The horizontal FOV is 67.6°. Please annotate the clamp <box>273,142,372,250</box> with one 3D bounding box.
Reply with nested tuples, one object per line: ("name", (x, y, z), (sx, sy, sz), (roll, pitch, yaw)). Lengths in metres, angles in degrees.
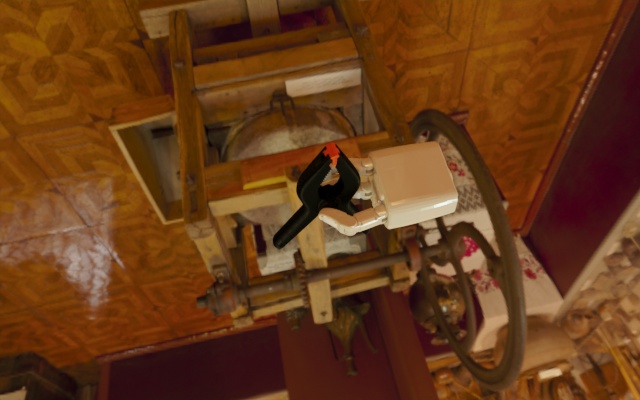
("clamp", (0.001, 0.003, 0.711), (0.164, 0.036, 0.210), (-14, -38, -7))
